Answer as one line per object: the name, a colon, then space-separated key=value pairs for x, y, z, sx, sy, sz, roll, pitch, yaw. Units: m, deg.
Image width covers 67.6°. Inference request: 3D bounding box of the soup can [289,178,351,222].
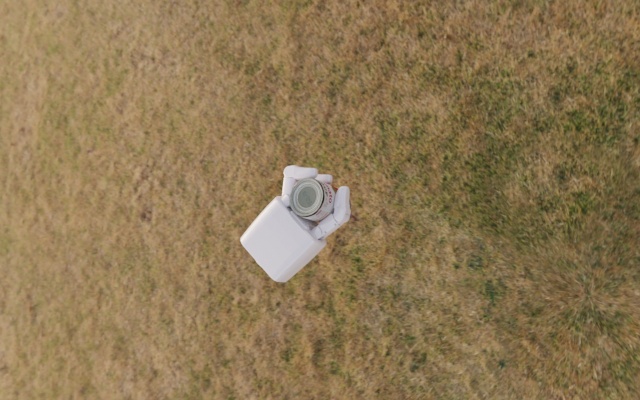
soup can: x=0.000 y=0.002 z=0.820 sx=0.068 sy=0.068 sz=0.102 roll=0 pitch=-10 yaw=29
